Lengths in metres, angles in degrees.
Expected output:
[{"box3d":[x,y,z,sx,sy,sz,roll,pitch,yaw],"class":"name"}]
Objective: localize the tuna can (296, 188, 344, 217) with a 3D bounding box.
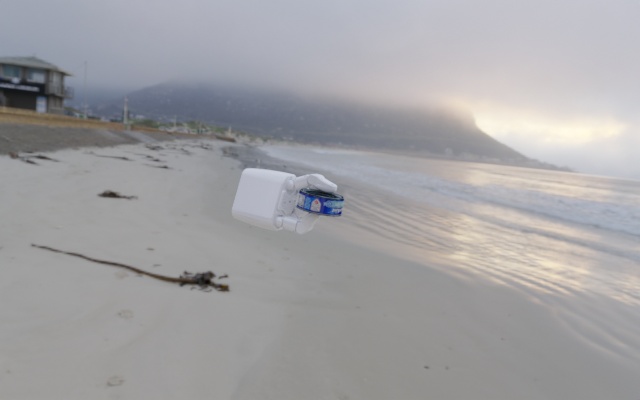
[{"box3d":[0.000,0.002,0.878,0.086,0.034,0.086,11,9,-2],"class":"tuna can"}]
